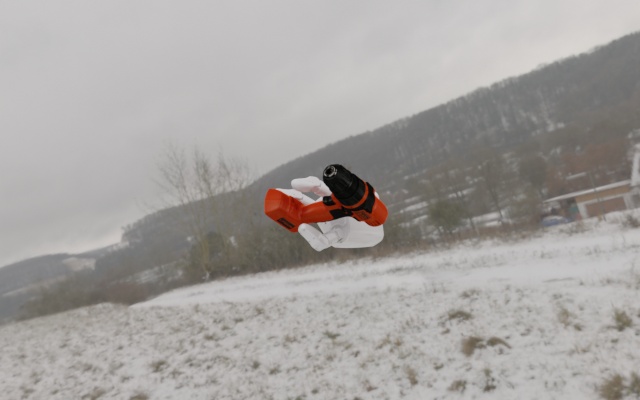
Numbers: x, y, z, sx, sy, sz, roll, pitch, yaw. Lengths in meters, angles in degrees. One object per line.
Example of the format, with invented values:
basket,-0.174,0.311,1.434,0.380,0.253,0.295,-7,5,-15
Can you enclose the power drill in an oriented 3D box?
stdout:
power drill,0.000,0.003,0.811,0.187,0.057,0.184,-7,-29,30
